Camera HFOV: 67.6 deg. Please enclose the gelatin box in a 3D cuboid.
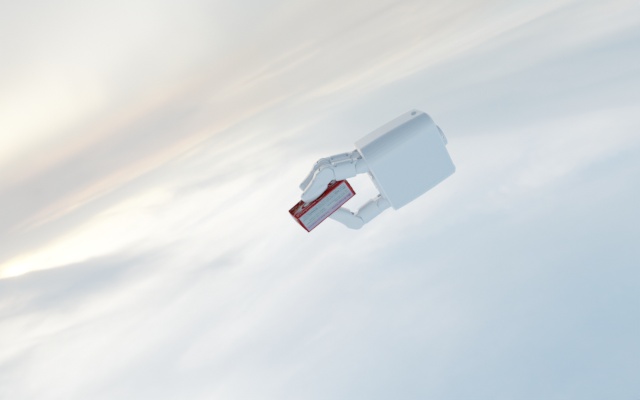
[{"bbox_3d":[0.000,0.003,0.687,0.089,0.030,0.073,-40,15,-6],"label":"gelatin box"}]
